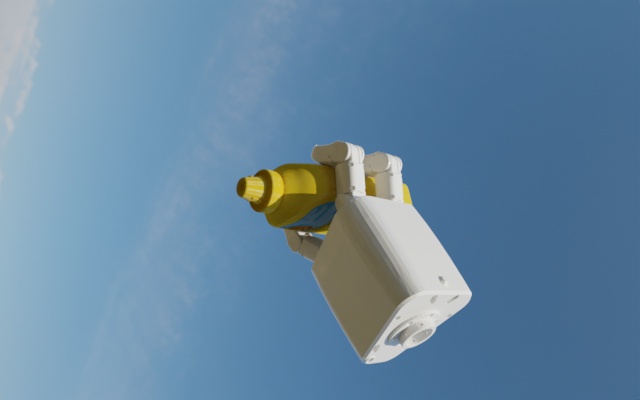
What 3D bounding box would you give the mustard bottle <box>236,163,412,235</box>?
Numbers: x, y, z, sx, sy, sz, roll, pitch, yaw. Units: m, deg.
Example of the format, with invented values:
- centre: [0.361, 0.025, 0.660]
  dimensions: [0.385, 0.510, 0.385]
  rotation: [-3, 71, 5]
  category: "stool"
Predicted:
- centre: [0.000, 0.001, 0.490]
  dimensions: [0.191, 0.058, 0.096]
  rotation: [10, -27, -41]
  category: "mustard bottle"
